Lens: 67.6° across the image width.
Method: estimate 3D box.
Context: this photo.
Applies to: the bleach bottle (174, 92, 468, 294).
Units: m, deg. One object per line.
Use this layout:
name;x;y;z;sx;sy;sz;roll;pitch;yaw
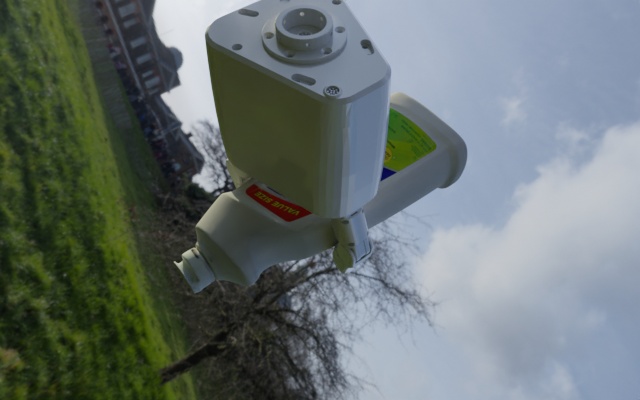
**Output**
bleach bottle;0.000;0.001;0.403;0.251;0.102;0.068;-33;-28;-21
